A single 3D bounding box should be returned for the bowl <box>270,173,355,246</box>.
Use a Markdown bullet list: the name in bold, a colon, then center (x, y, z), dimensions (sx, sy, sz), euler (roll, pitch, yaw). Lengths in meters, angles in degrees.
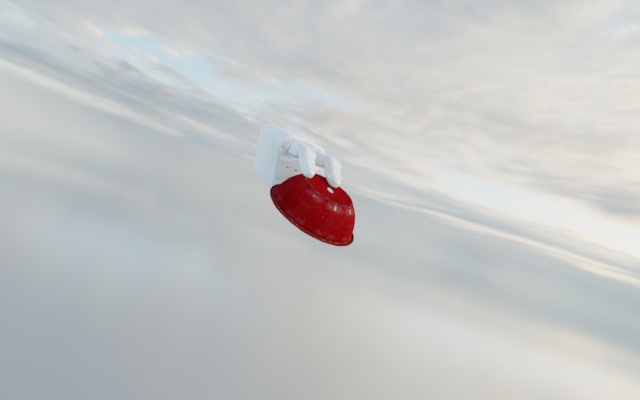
- **bowl**: center (0.001, 0.003, 0.779), dimensions (0.162, 0.055, 0.162), euler (30, 21, -12)
